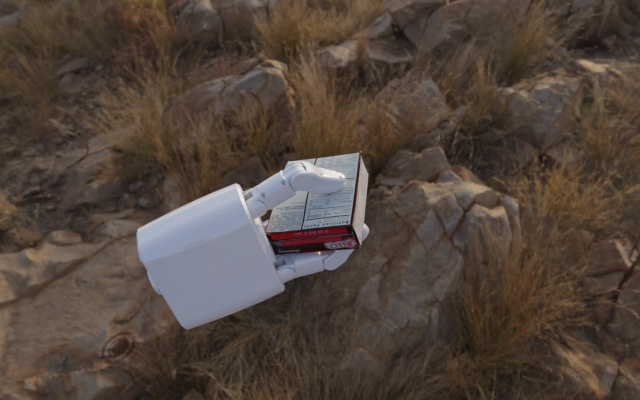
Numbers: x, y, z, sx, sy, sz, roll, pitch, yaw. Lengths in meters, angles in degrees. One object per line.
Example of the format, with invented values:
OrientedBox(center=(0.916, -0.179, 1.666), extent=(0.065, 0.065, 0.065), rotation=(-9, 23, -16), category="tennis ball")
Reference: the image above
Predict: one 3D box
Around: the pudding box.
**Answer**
OrientedBox(center=(0.000, 0.002, 0.493), extent=(0.090, 0.113, 0.039), rotation=(-5, -45, 17), category="pudding box")
